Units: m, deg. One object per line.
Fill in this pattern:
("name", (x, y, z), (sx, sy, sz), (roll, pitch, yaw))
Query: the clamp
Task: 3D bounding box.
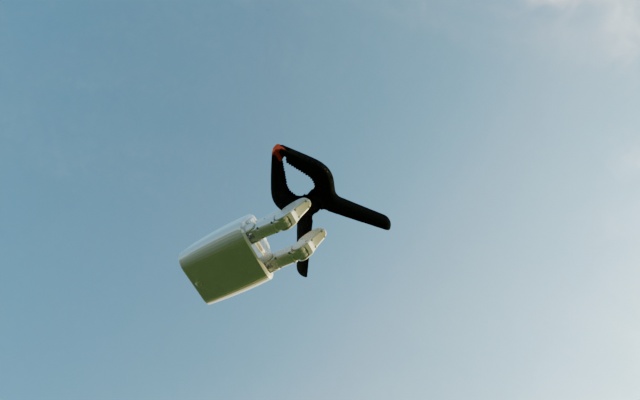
("clamp", (0.000, 0.002, 0.712), (0.164, 0.210, 0.036), (-25, 22, 5))
